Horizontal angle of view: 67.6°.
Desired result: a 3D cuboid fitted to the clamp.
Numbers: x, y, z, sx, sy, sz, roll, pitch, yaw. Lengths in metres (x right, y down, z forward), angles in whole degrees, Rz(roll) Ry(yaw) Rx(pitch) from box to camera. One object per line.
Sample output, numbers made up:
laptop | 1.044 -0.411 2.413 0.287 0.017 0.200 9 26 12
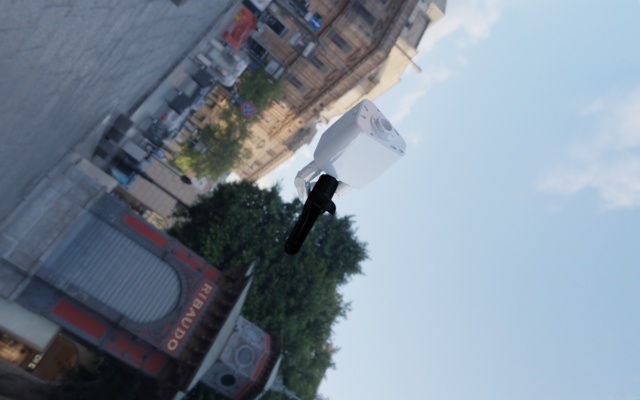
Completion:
clamp | 0.001 0.003 0.769 0.039 0.171 0.120 38 -49 -17
